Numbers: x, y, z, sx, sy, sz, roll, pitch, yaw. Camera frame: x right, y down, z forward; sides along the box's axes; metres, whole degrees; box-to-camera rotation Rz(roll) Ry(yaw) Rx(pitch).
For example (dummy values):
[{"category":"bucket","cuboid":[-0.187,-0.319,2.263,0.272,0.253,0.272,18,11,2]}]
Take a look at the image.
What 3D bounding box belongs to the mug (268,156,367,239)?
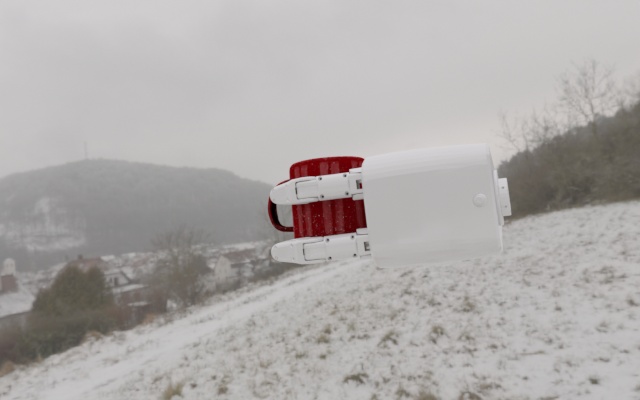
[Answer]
[{"category":"mug","cuboid":[-0.001,0.002,0.494,0.117,0.081,0.093,-6,-3,21]}]
